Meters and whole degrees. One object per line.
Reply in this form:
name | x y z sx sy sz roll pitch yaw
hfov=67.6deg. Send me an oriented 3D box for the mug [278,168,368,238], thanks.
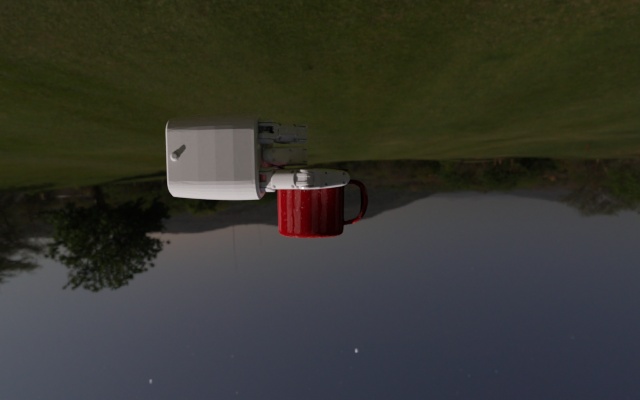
mug | 0.002 0.002 0.589 0.117 0.081 0.093 0 3 8
